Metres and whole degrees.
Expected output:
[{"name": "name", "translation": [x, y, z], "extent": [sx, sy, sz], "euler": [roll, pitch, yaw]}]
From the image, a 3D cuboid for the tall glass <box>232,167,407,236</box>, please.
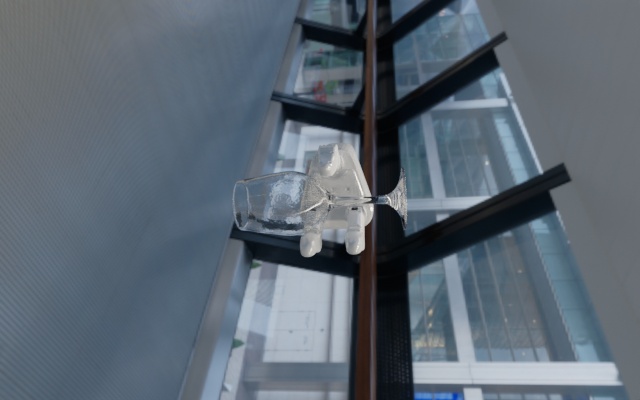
[{"name": "tall glass", "translation": [0.001, 0.002, 0.573], "extent": [0.201, 0.079, 0.079], "euler": [-2, 0, 7]}]
